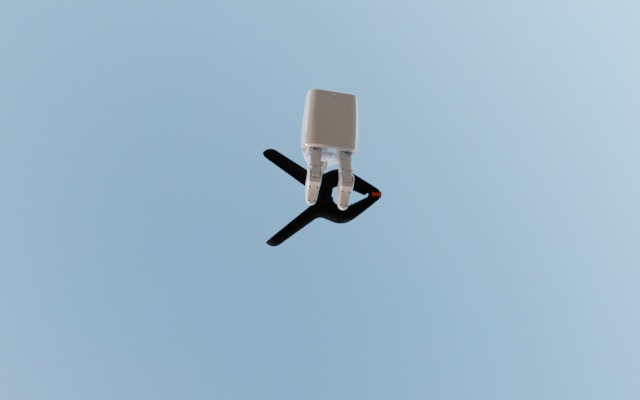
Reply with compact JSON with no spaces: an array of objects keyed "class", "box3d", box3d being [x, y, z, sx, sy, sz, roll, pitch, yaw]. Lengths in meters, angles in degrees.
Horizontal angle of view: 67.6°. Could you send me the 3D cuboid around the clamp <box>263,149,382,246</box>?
[{"class":"clamp","box3d":[0.000,0.003,0.815,0.210,0.164,0.036,6,-11,-12]}]
